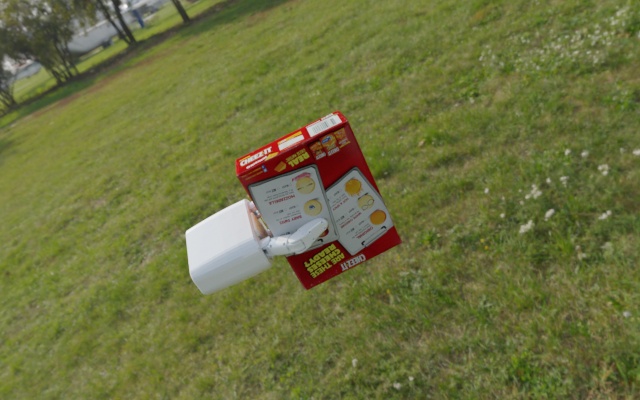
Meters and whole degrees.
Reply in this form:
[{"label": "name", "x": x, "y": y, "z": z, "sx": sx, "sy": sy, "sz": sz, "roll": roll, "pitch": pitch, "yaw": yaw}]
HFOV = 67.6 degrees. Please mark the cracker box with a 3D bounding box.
[{"label": "cracker box", "x": 0.000, "y": 0.002, "z": 0.689, "sx": 0.164, "sy": 0.214, "sz": 0.072, "roll": -27, "pitch": 28, "yaw": 2}]
